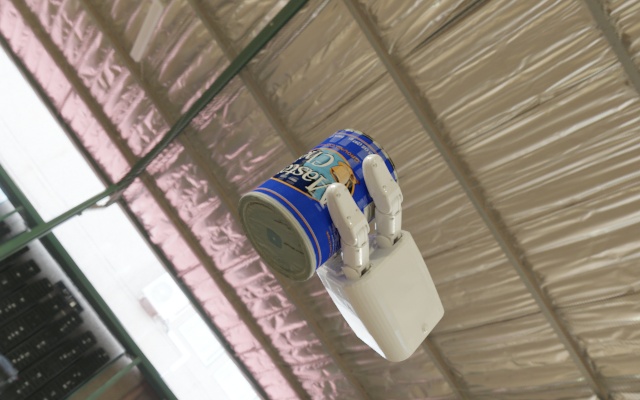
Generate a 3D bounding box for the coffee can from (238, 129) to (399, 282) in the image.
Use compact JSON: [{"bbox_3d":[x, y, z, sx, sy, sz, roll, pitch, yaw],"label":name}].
[{"bbox_3d":[0.000,0.002,0.501,0.140,0.103,0.103,-38,23,-32],"label":"coffee can"}]
